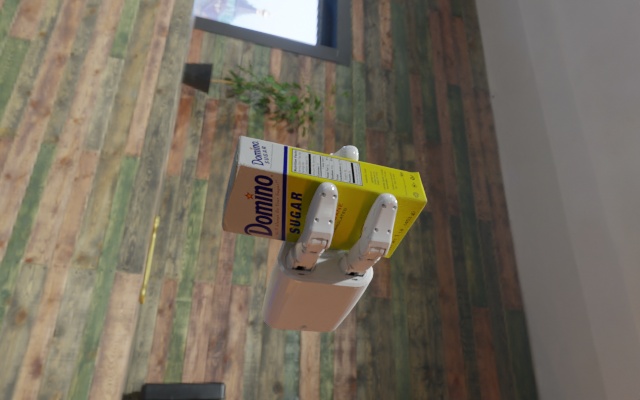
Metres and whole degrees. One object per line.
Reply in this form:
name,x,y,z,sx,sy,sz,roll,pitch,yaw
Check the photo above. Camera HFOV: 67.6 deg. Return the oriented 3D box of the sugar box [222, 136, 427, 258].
sugar box,0.000,0.002,0.455,0.176,0.048,0.093,8,-45,-15
